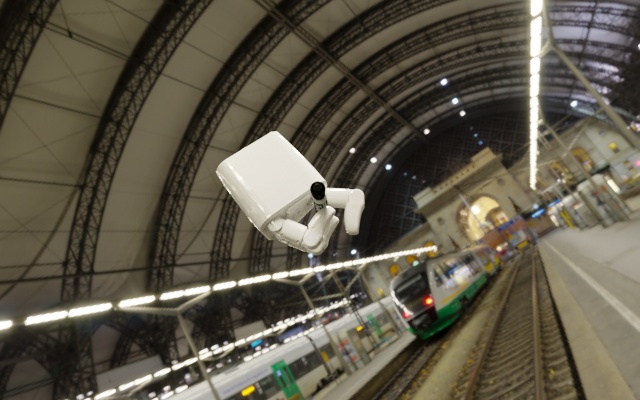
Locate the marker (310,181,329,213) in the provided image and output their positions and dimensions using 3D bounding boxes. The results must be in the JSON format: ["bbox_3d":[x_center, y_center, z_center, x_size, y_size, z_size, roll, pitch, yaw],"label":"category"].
[{"bbox_3d":[0.000,0.002,0.614,0.020,0.020,0.121,0,-17,4],"label":"marker"}]
